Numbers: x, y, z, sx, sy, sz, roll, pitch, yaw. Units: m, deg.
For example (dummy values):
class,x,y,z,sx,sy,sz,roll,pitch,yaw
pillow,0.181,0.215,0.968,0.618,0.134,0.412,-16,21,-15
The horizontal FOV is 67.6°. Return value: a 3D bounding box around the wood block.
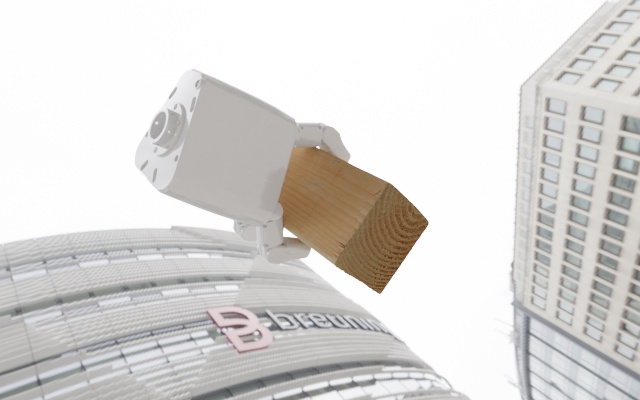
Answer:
class,x,y,z,sx,sy,sz,roll,pitch,yaw
wood block,0.000,0.001,0.518,0.206,0.091,0.090,32,-4,46
